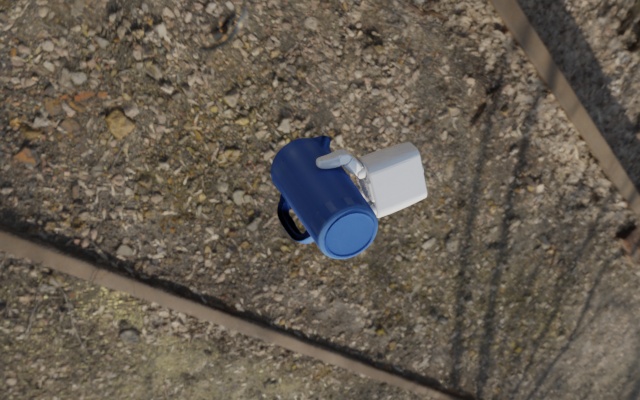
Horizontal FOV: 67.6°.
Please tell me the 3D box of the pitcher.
[{"bbox_3d":[0.000,0.003,0.868,0.145,0.149,0.242,-20,38,-11],"label":"pitcher"}]
